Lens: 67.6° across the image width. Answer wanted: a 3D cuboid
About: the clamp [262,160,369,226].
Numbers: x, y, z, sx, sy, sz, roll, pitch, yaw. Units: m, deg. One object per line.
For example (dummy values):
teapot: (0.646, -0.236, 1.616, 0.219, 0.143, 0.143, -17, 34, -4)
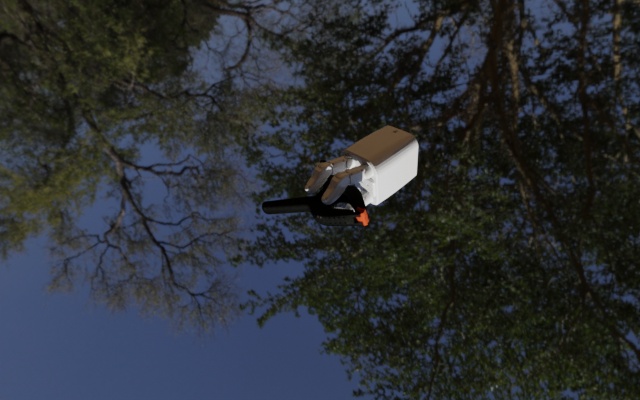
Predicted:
clamp: (0.001, 0.003, 0.848, 0.164, 0.036, 0.210, -35, 37, -17)
